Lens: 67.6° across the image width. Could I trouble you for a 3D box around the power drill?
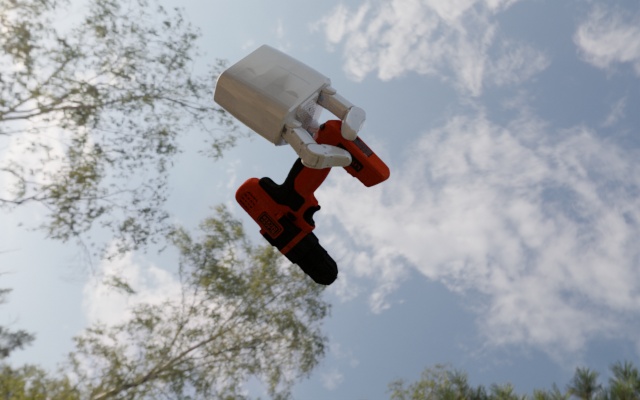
[{"bbox_3d":[0.000,0.002,0.630,0.188,0.184,0.057,-44,2,22],"label":"power drill"}]
